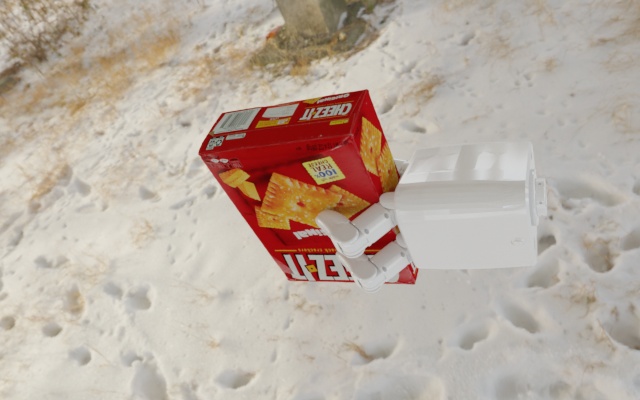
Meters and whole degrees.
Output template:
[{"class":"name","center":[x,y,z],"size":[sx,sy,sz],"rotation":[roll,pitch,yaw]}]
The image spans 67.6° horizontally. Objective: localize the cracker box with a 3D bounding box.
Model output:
[{"class":"cracker box","center":[0.000,0.001,0.493],"size":[0.164,0.072,0.214],"rotation":[-3,-44,28]}]
